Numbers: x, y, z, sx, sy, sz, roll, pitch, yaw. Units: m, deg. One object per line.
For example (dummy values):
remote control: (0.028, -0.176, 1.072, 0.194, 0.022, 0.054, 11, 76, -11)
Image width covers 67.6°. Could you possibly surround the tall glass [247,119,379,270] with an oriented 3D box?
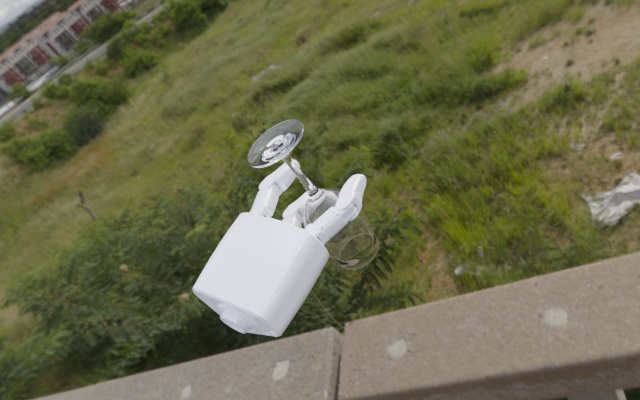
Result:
tall glass: (0.000, 0.001, 0.578, 0.079, 0.079, 0.201, 0, -41, 42)
